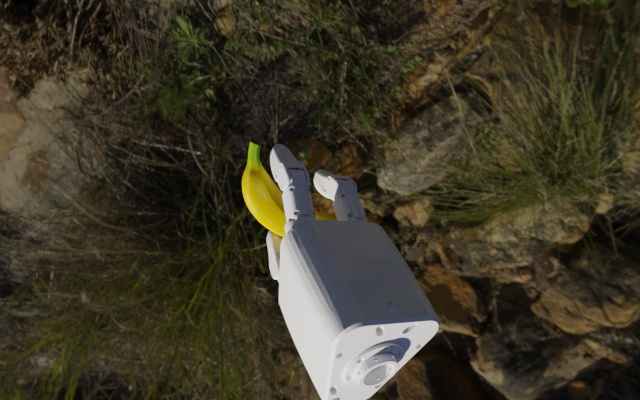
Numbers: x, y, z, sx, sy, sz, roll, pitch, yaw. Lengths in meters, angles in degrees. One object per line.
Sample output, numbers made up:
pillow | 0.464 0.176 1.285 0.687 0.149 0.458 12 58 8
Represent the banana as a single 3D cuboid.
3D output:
banana | -0.014 0.014 0.503 0.198 0.069 0.037 32 15 -40
